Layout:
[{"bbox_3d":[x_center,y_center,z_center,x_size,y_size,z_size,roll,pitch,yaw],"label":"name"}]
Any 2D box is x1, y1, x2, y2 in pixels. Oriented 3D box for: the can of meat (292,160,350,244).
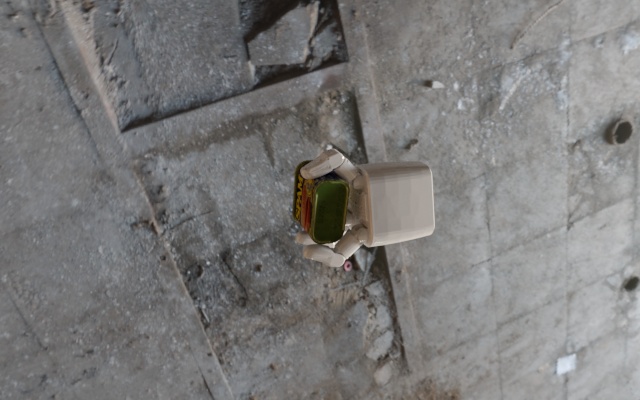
[{"bbox_3d":[0.000,0.002,0.689,0.057,0.102,0.084,-3,23,-20],"label":"can of meat"}]
